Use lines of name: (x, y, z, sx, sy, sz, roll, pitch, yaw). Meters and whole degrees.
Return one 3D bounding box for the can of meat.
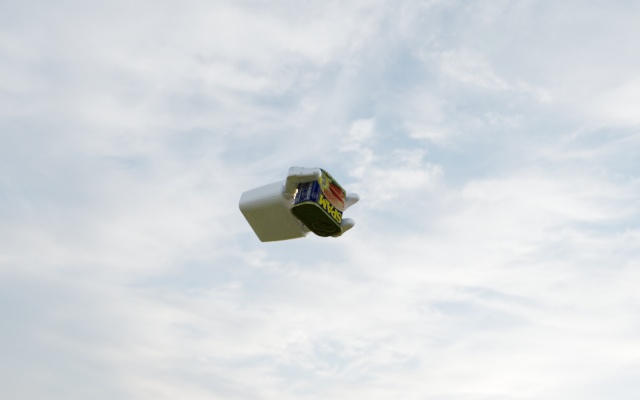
can of meat: (0.000, 0.002, 0.845, 0.057, 0.084, 0.102, -15, -43, 33)
